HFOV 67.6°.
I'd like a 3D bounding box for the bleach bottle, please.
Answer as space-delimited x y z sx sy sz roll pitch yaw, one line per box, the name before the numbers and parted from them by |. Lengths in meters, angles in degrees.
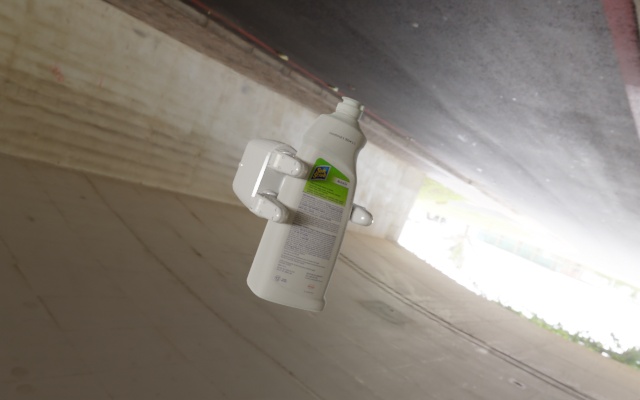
bleach bottle | 0.000 0.002 0.576 0.102 0.251 0.068 20 4 -28
